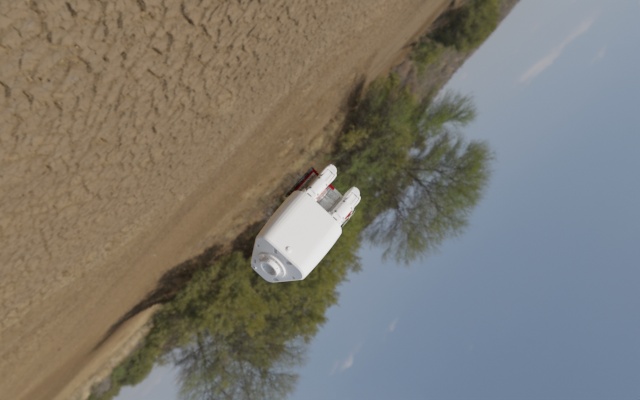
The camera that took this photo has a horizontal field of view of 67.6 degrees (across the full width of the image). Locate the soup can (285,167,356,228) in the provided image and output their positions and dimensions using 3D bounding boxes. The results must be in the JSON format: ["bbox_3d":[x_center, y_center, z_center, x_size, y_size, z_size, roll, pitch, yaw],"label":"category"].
[{"bbox_3d":[0.001,0.003,0.799,0.102,0.068,0.068,43,-4,-4],"label":"soup can"}]
